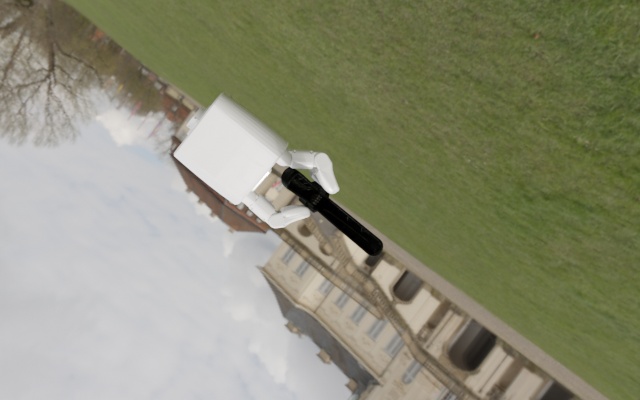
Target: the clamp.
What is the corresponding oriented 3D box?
[{"bbox_3d":[-0.001,0.003,0.666,0.164,0.036,0.210,41,0,-16],"label":"clamp"}]
